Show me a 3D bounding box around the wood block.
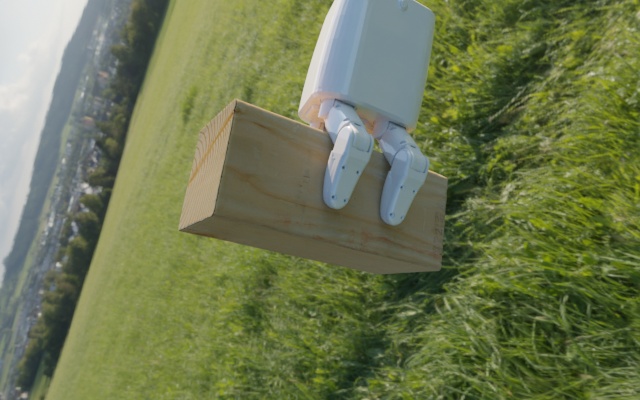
[{"bbox_3d":[0.000,0.001,0.409,0.206,0.090,0.091,16,-17,-28],"label":"wood block"}]
